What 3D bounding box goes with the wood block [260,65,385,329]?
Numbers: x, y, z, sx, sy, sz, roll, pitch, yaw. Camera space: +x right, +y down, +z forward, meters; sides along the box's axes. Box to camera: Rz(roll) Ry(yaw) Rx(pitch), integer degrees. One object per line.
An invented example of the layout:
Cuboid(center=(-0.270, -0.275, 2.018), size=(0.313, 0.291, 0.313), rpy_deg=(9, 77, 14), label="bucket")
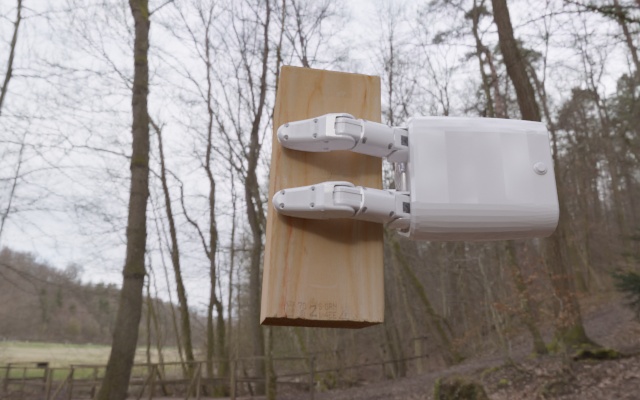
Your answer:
Cuboid(center=(0.000, 0.001, 0.412), size=(0.090, 0.206, 0.091), rpy_deg=(4, -19, -8), label="wood block")
